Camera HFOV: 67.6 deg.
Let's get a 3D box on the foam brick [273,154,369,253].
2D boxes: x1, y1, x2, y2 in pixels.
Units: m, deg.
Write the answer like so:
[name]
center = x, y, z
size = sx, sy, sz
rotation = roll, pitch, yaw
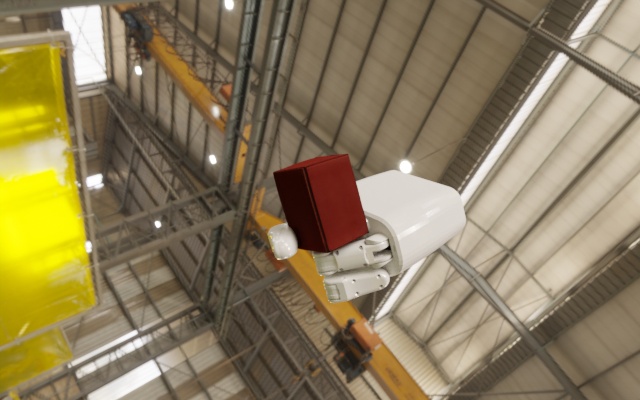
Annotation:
[foam brick]
center = 0.000, 0.001, 0.431
size = 0.051, 0.078, 0.053
rotation = -23, 14, -34
